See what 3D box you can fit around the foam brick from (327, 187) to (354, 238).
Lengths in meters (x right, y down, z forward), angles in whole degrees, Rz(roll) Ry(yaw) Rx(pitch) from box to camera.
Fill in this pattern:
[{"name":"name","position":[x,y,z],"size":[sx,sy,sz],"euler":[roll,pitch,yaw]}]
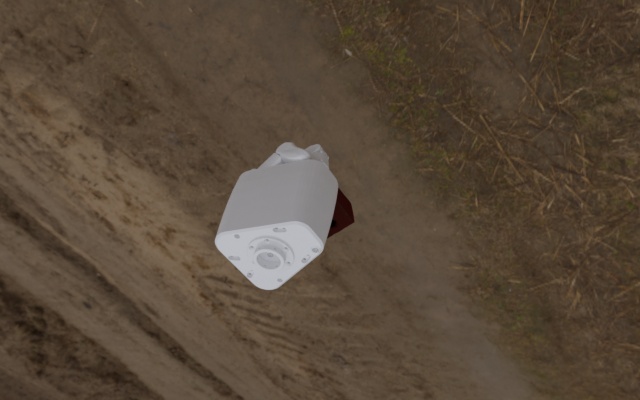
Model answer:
[{"name":"foam brick","position":[0.000,0.002,0.607],"size":[0.053,0.078,0.051],"euler":[-32,28,14]}]
